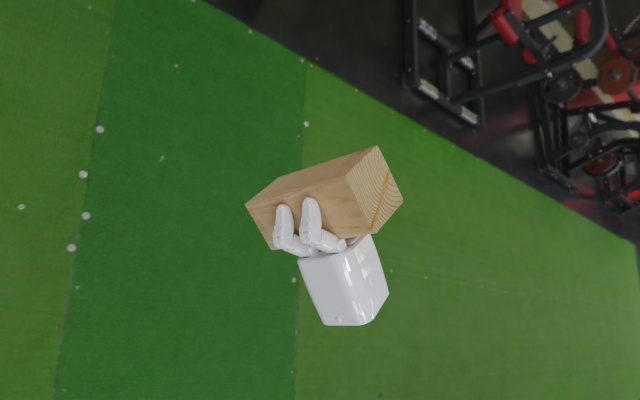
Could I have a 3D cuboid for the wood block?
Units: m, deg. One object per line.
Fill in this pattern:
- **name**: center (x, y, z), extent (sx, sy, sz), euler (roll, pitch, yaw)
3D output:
- **wood block**: center (0.001, 0.002, 0.692), extent (0.206, 0.090, 0.090), euler (-14, 20, 43)
